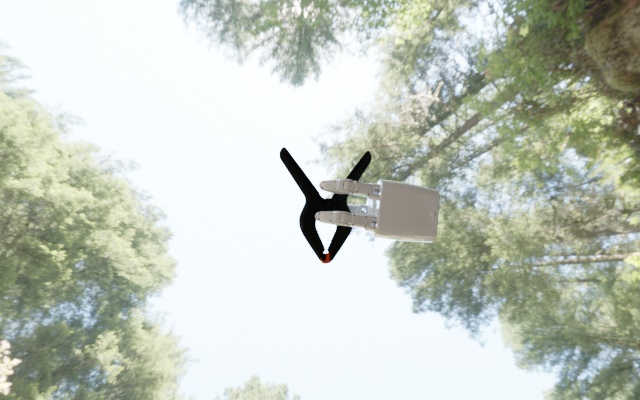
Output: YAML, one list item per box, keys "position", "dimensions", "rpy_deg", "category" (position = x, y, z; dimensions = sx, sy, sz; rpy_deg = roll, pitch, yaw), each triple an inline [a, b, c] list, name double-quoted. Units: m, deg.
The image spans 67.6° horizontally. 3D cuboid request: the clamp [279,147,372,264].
- position: [0.000, 0.003, 0.831]
  dimensions: [0.164, 0.210, 0.036]
  rpy_deg: [8, -10, -7]
  category: "clamp"
